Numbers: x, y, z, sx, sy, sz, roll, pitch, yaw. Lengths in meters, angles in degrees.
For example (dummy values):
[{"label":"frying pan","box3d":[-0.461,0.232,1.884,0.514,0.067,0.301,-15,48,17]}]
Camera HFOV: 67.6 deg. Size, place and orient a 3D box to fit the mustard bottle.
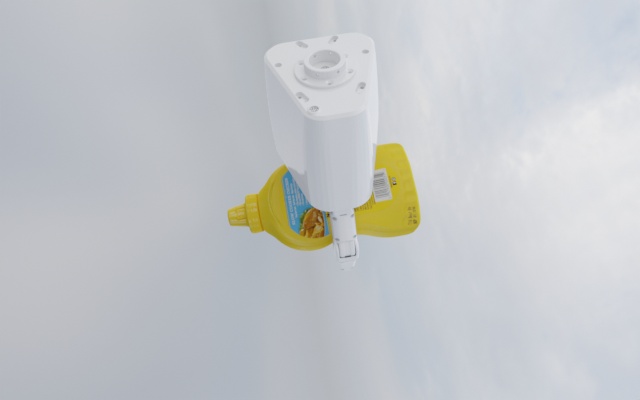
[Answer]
[{"label":"mustard bottle","box3d":[0.000,0.002,0.495,0.191,0.096,0.058,-10,-15,-3]}]
